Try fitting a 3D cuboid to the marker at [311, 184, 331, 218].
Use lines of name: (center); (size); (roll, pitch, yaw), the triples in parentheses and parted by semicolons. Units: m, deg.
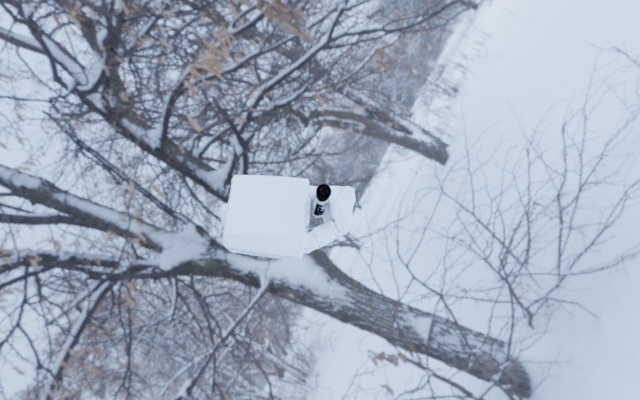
marker: (0.000, 0.002, 0.627); (0.020, 0.020, 0.121); (0, -13, -4)
